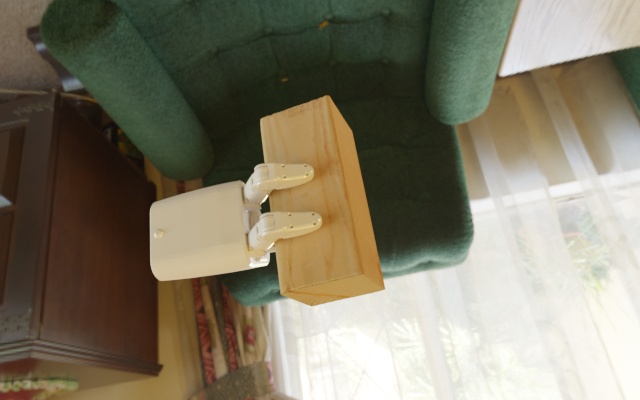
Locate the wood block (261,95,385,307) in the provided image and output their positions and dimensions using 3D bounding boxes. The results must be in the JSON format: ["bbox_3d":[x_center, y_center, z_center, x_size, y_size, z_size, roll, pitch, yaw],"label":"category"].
[{"bbox_3d":[0.000,0.002,0.534,0.090,0.206,0.091,-16,-25,15],"label":"wood block"}]
